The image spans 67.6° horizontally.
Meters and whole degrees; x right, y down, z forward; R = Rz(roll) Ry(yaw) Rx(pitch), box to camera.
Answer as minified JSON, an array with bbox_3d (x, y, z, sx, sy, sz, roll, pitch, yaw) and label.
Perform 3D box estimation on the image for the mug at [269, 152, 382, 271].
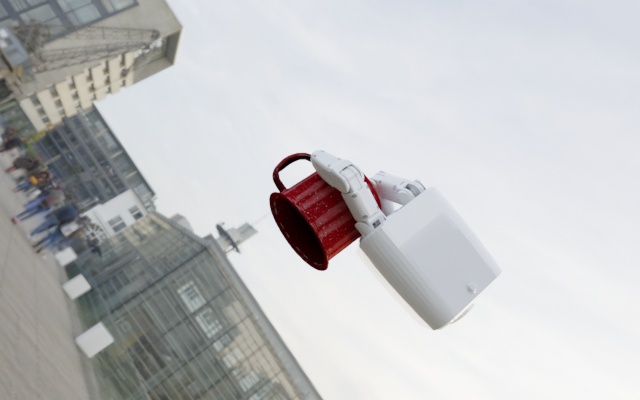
[{"bbox_3d":[-0.001,0.000,0.488,0.081,0.117,0.093,-35,-9,-22],"label":"mug"}]
